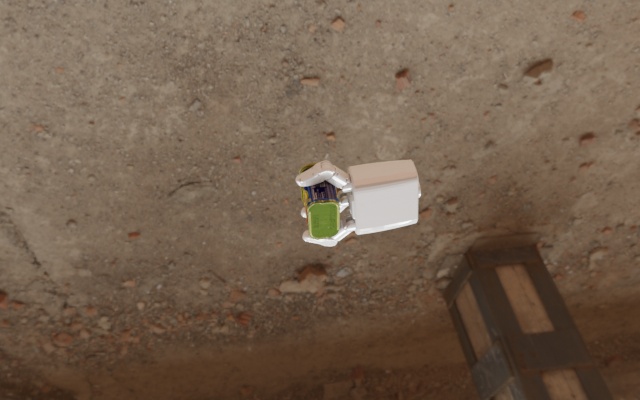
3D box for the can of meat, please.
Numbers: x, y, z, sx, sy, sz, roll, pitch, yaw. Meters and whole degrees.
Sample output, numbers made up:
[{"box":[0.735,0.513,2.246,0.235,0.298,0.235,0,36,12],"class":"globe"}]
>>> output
[{"box":[0.000,0.003,0.782,0.057,0.084,0.102,-8,-40,-4],"class":"can of meat"}]
